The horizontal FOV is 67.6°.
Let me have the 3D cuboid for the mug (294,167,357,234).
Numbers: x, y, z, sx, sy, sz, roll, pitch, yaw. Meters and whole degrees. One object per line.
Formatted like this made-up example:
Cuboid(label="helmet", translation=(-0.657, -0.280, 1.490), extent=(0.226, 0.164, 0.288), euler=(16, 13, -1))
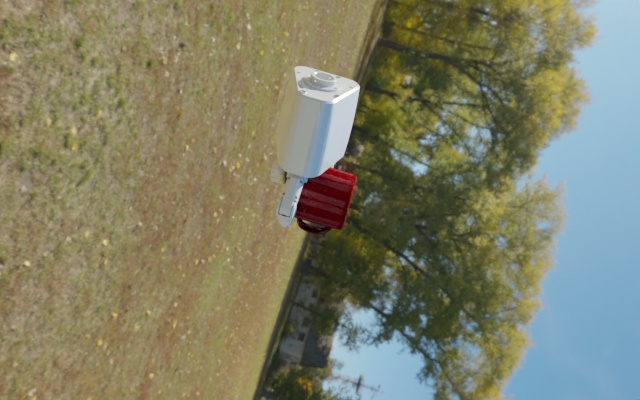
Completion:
Cuboid(label="mug", translation=(0.000, 0.003, 0.681), extent=(0.081, 0.117, 0.093), euler=(16, 35, 3))
